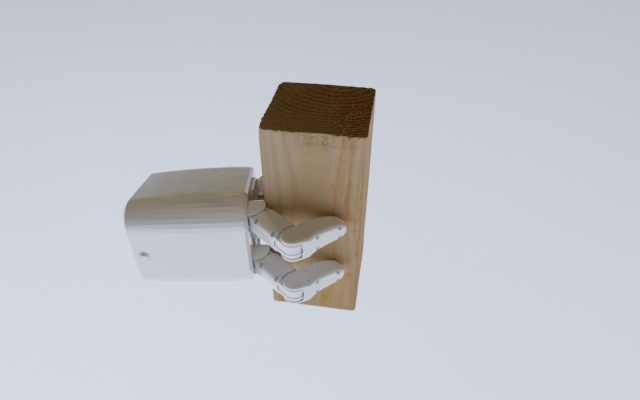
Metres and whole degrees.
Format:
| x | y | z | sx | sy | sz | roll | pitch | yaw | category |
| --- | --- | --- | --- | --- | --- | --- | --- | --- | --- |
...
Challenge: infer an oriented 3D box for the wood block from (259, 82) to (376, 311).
| x | y | z | sx | sy | sz | roll | pitch | yaw | category |
| --- | --- | --- | --- | --- | --- | --- | --- | --- | --- |
| 0.000 | 0.001 | 0.464 | 0.090 | 0.206 | 0.090 | 6 | 39 | 6 | wood block |
